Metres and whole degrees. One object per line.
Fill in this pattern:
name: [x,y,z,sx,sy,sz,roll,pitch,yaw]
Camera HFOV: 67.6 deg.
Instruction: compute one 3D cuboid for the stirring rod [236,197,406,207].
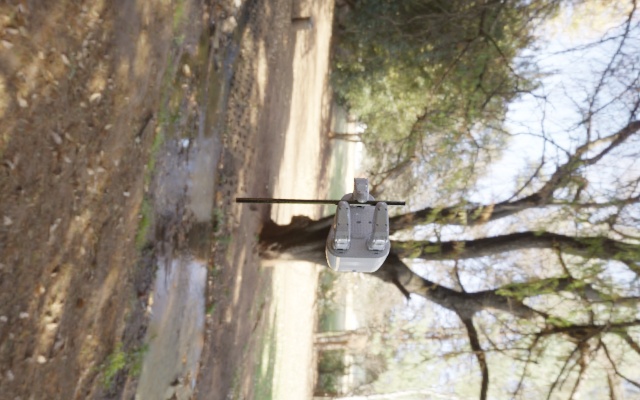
stirring rod: [0.000,0.002,0.680,0.239,0.011,0.011,1,0,1]
